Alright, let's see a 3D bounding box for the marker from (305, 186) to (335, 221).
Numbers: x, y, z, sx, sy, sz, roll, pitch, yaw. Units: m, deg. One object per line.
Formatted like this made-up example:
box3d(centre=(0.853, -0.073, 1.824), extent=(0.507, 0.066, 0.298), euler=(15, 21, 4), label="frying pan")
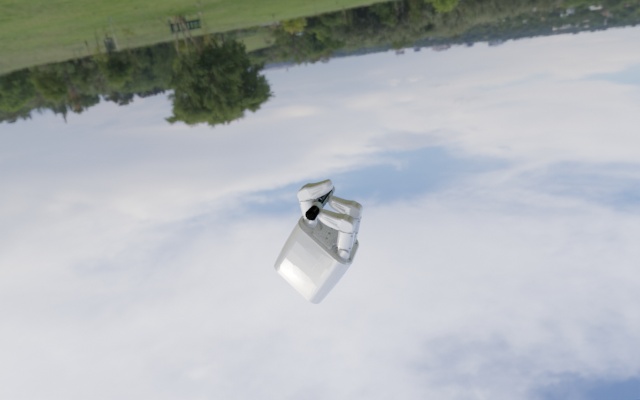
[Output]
box3d(centre=(0.000, 0.003, 0.779), extent=(0.020, 0.020, 0.121), euler=(0, 22, 17), label="marker")
